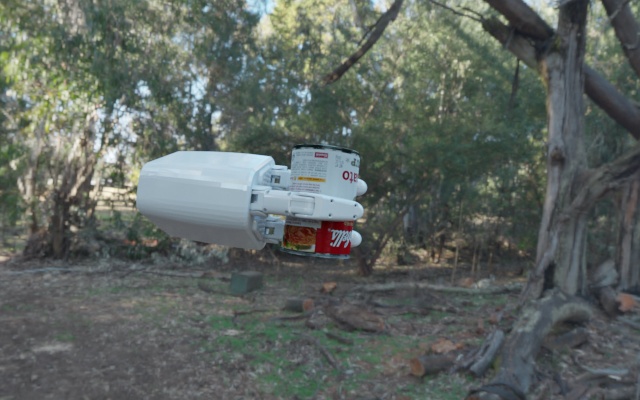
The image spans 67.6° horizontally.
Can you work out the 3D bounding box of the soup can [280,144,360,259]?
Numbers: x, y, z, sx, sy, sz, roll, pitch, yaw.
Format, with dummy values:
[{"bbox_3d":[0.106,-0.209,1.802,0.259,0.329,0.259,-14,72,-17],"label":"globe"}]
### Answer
[{"bbox_3d":[0.001,0.001,0.463,0.068,0.102,0.068,6,-2,0],"label":"soup can"}]
